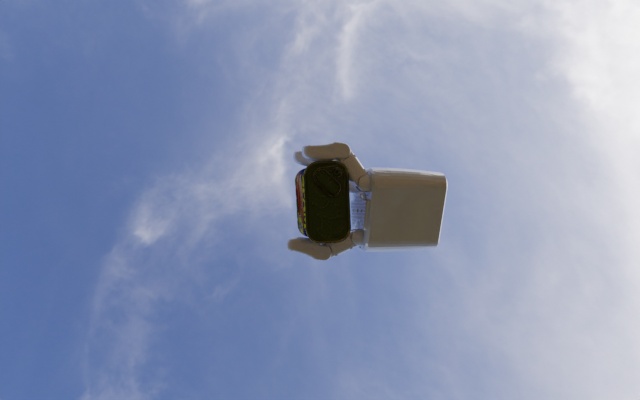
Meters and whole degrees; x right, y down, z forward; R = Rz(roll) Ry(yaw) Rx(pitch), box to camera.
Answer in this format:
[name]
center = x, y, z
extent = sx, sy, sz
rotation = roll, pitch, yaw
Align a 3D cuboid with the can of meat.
[can of meat]
center = 0.000, 0.002, 0.626
extent = 0.057, 0.102, 0.084
rotation = -3, 1, -12
